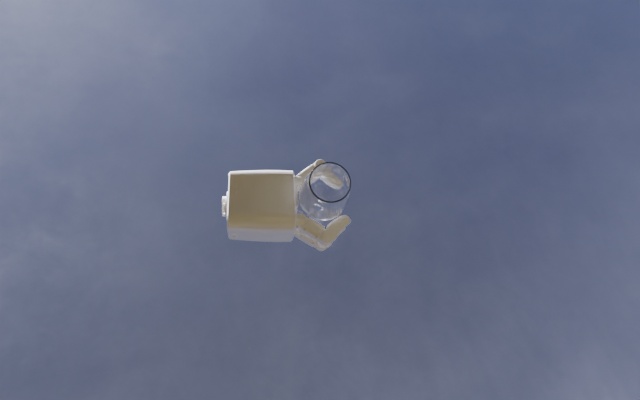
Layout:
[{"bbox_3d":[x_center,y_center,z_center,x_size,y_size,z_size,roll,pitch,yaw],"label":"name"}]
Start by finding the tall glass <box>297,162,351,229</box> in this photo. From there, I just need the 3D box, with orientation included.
[{"bbox_3d":[0.000,0.003,0.775,0.079,0.079,0.201,0,-17,-9],"label":"tall glass"}]
